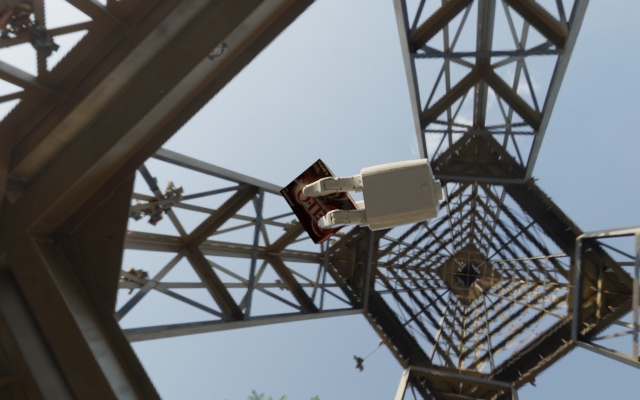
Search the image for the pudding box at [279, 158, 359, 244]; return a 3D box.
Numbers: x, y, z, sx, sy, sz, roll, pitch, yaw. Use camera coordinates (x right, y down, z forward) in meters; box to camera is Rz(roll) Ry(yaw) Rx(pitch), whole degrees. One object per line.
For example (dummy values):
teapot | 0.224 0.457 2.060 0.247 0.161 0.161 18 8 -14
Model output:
pudding box | 0.000 0.003 0.786 0.090 0.113 0.039 -38 -19 11
